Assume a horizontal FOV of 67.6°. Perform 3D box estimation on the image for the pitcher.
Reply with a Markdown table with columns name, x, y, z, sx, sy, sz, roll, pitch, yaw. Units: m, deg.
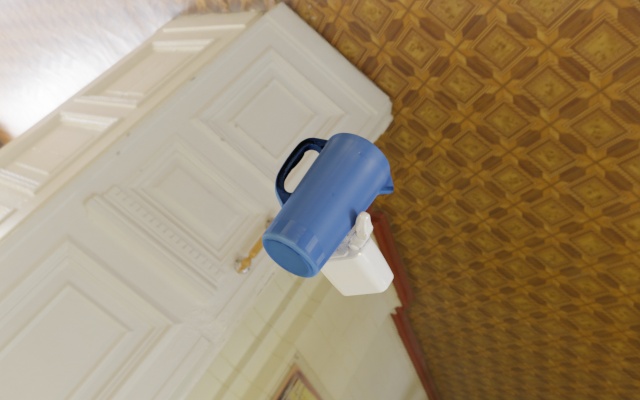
| name | x | y | z | sx | sy | sz | roll | pitch | yaw |
| --- | --- | --- | --- | --- | --- | --- | --- | --- | --- |
| pitcher | 0.000 | 0.003 | 0.817 | 0.149 | 0.145 | 0.242 | 3 | 47 | 45 |
